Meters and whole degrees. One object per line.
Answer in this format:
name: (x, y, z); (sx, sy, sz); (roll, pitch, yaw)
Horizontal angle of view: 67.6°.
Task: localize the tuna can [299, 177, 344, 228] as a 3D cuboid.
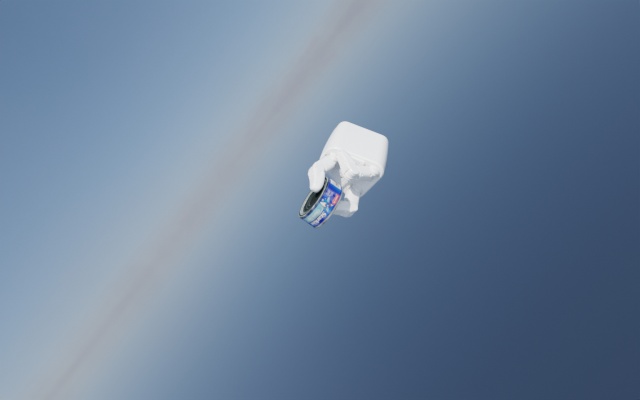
tuna can: (0.000, 0.002, 0.816); (0.034, 0.086, 0.086); (35, -10, -15)
